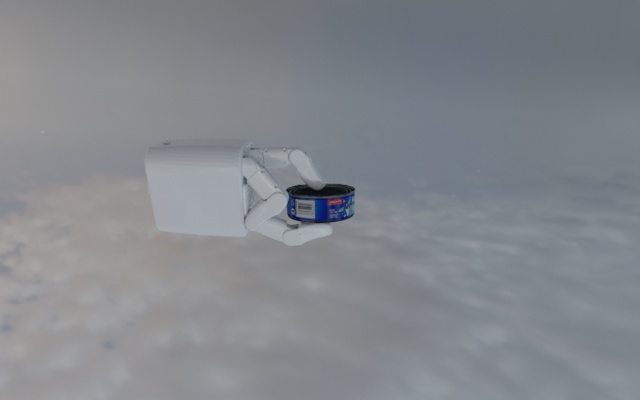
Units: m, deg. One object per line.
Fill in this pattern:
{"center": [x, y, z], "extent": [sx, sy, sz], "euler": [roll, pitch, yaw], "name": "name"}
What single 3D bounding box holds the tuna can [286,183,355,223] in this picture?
{"center": [0.000, 0.003, 0.592], "extent": [0.086, 0.034, 0.086], "euler": [-1, 12, 0], "name": "tuna can"}
